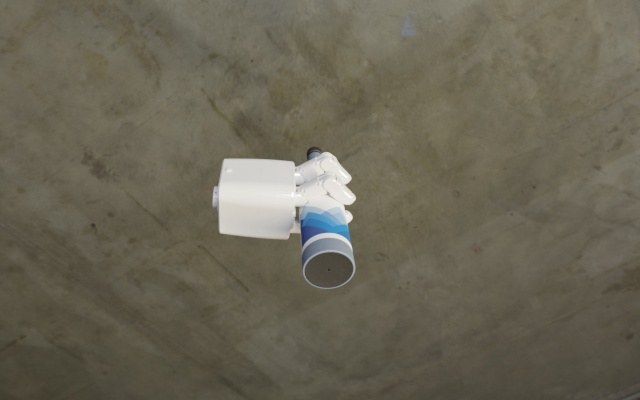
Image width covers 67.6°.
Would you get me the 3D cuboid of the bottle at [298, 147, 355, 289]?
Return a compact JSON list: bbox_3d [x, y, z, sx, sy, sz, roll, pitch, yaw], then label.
[{"bbox_3d":[0.000,0.003,0.716,0.069,0.069,0.295,0,35,-5],"label":"bottle"}]
